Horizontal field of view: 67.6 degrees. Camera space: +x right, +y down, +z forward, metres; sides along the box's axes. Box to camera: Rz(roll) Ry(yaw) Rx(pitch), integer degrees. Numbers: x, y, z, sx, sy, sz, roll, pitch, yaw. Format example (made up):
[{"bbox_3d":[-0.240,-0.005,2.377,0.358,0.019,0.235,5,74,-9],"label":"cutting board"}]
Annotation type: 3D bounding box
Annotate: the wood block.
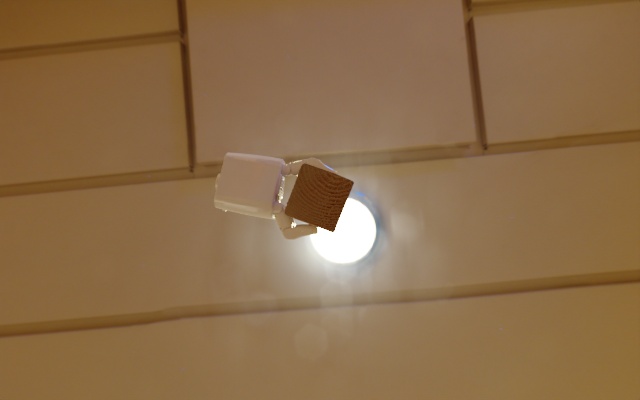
[{"bbox_3d":[0.000,0.002,0.857,0.090,0.091,0.206,20,-3,3],"label":"wood block"}]
